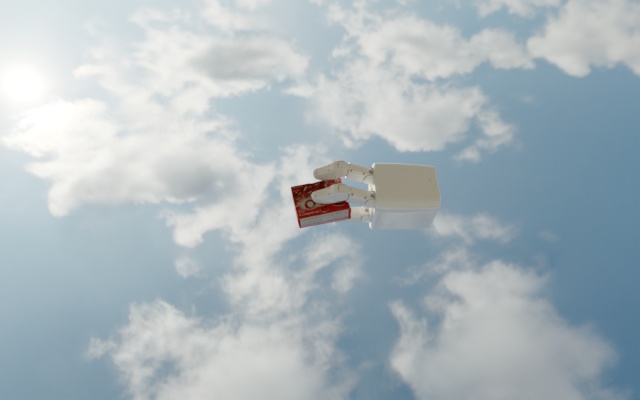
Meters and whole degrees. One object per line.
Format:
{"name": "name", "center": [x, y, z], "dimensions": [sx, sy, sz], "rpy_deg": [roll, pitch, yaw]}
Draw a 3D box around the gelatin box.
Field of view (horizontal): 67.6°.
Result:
{"name": "gelatin box", "center": [0.000, 0.003, 0.796], "dimensions": [0.089, 0.073, 0.030], "rpy_deg": [-11, -40, -5]}
